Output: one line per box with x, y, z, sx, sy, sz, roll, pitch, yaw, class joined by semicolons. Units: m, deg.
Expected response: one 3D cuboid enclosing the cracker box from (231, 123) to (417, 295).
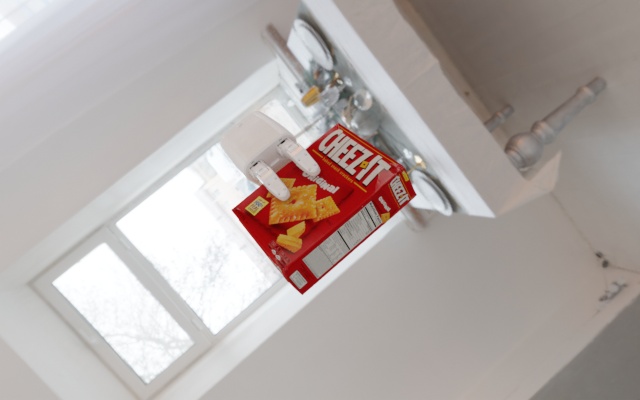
0.000;0.002;0.683;0.164;0.213;0.072;43;-10;44;cracker box
